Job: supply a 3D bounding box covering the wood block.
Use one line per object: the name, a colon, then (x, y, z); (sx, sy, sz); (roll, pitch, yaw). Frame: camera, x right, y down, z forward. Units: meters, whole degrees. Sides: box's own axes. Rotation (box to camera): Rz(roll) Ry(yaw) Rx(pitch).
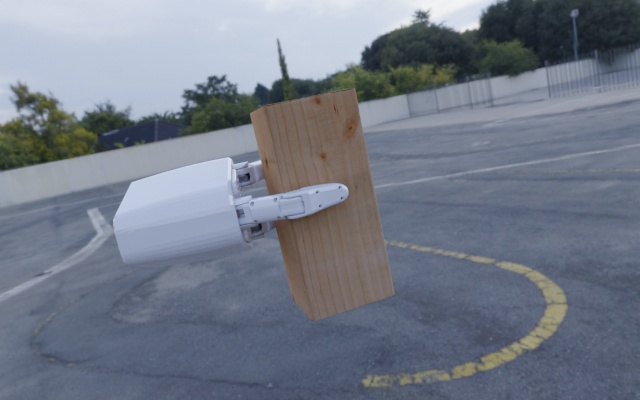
wood block: (0.000, 0.002, 0.486); (0.090, 0.206, 0.091); (-15, 9, -15)
